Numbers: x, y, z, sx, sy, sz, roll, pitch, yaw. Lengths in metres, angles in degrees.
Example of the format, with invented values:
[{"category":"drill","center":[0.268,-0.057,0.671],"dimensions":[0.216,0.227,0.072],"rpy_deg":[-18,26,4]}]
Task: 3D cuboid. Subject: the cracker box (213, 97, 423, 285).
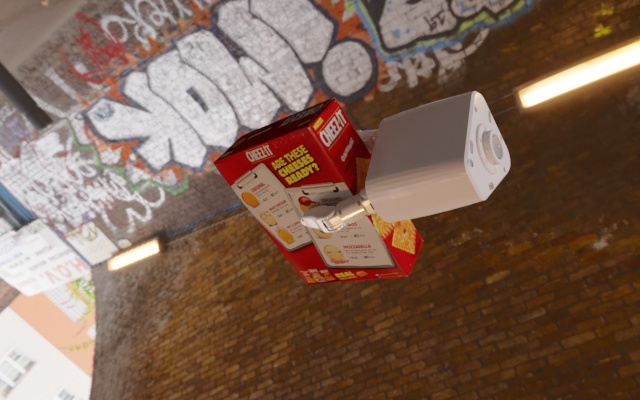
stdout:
[{"category":"cracker box","center":[0.000,0.002,0.575],"dimensions":[0.164,0.214,0.072],"rpy_deg":[-13,31,41]}]
